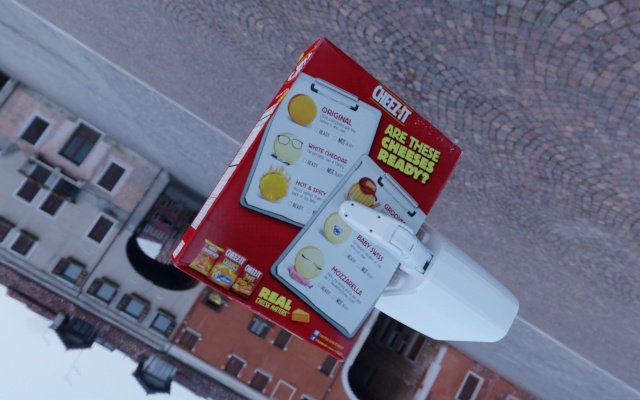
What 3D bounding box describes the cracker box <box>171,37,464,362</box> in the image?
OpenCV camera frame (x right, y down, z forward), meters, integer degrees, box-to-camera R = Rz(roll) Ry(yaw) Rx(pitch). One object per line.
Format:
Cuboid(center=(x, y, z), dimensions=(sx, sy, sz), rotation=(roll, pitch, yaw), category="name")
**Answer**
Cuboid(center=(0.000, 0.002, 0.414), dimensions=(0.164, 0.213, 0.072), rotation=(35, -10, -19), category="cracker box")
